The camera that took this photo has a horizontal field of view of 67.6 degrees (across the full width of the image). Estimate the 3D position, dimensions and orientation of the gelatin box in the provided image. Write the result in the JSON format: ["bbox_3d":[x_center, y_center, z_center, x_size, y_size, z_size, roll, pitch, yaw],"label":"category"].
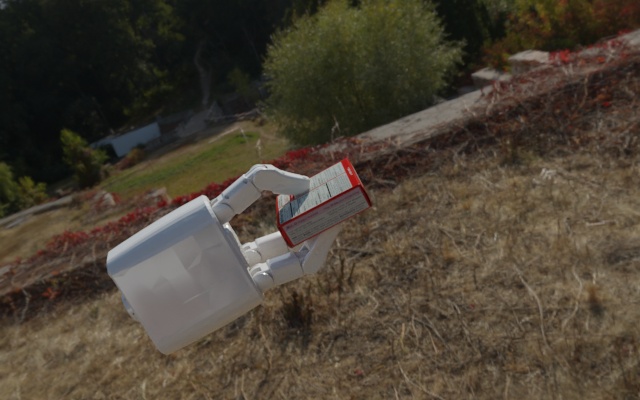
[{"bbox_3d":[0.000,0.001,0.471,0.089,0.030,0.073,-29,24,6],"label":"gelatin box"}]
